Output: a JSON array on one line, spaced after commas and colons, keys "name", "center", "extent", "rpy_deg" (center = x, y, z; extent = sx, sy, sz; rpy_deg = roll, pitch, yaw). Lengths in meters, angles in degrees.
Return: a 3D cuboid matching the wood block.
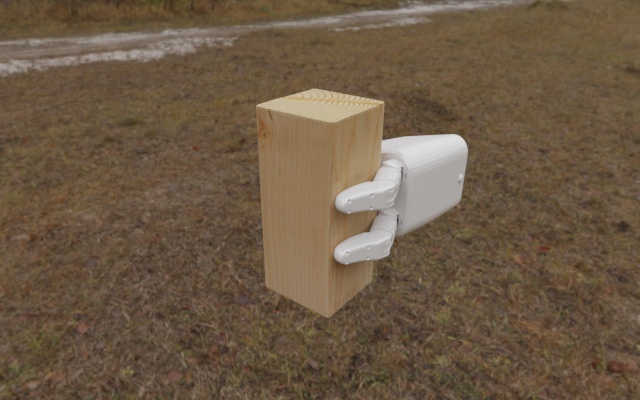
[{"name": "wood block", "center": [0.000, 0.001, 0.492], "extent": [0.091, 0.206, 0.090], "rpy_deg": [19, 32, 33]}]
